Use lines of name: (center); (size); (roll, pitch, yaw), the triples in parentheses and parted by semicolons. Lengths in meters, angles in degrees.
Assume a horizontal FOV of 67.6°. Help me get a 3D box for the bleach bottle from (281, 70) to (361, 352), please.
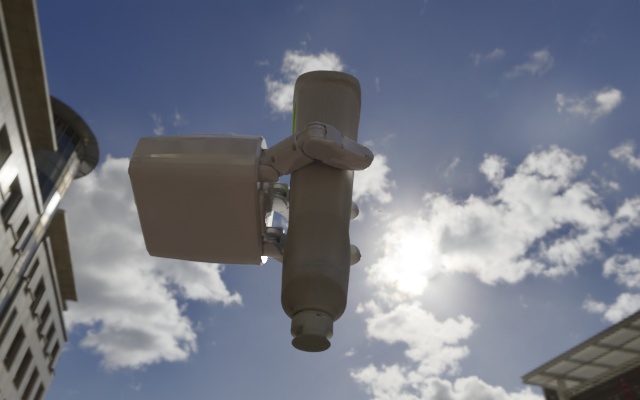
bleach bottle: (0.000, 0.001, 0.412); (0.068, 0.250, 0.103); (3, -41, 1)
